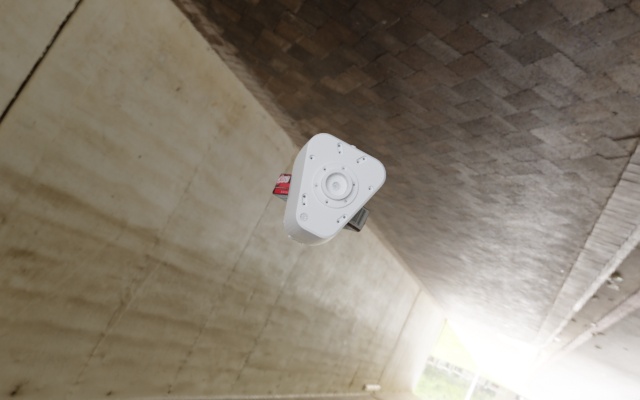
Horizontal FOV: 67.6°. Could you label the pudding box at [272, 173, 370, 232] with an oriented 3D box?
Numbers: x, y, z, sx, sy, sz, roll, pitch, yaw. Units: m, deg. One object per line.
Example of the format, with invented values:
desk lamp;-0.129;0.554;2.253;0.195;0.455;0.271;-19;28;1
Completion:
pudding box;0.000;0.002;0.680;0.113;0.039;0.090;34;-15;-32
